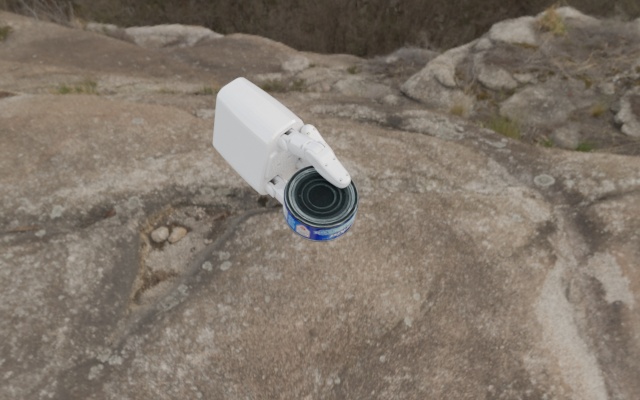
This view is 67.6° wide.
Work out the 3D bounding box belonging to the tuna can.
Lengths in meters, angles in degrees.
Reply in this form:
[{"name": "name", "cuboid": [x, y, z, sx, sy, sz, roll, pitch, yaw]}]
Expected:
[{"name": "tuna can", "cuboid": [0.000, 0.002, 0.541, 0.086, 0.086, 0.034, 0, -31, -6]}]
